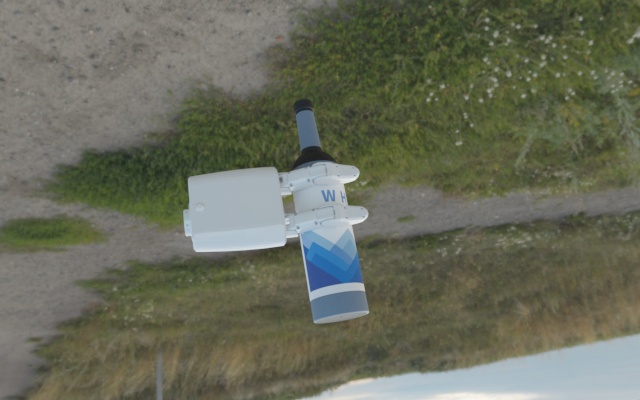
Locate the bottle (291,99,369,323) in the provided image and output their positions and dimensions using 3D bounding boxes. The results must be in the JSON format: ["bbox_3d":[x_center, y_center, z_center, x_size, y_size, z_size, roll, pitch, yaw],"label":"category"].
[{"bbox_3d":[0.000,0.002,0.612,0.069,0.295,0.069,-9,-20,-3],"label":"bottle"}]
